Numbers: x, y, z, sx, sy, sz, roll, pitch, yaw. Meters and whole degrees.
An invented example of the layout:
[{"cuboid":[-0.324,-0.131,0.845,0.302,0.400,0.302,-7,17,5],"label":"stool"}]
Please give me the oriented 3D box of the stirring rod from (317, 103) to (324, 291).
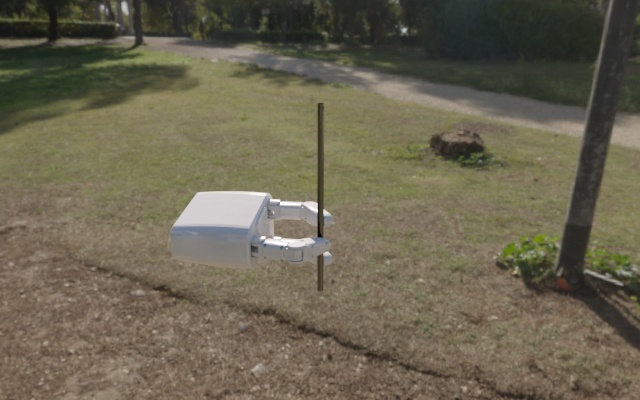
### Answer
[{"cuboid":[0.000,0.002,0.591,0.011,0.239,0.011,0,17,0],"label":"stirring rod"}]
